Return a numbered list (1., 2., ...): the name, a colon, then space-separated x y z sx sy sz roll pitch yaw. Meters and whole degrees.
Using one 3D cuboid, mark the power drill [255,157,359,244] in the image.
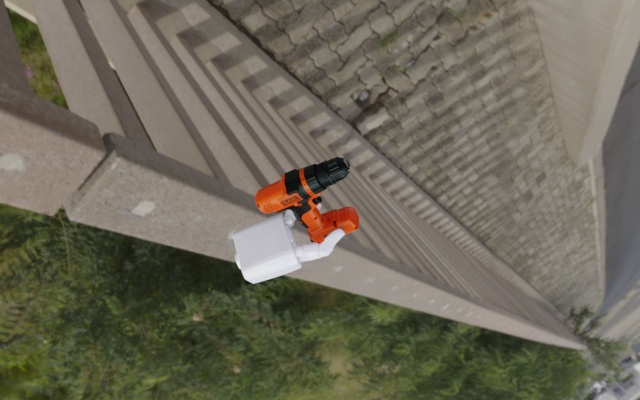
1. power drill: 0.000 0.003 0.885 0.184 0.057 0.188 -21 -39 21
